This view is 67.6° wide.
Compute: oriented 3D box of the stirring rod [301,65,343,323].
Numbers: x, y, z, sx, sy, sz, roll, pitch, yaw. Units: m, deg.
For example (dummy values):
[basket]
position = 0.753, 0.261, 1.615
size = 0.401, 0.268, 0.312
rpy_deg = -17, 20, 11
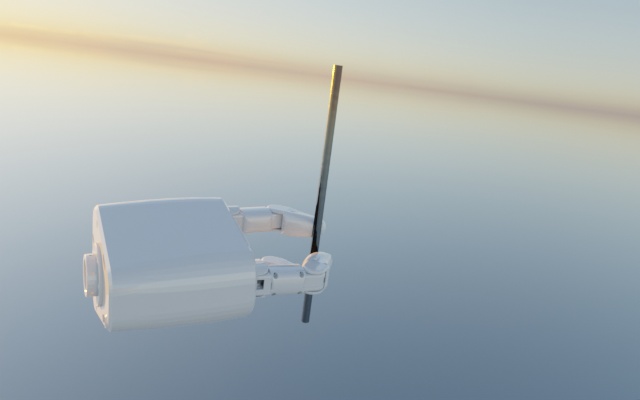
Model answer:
[stirring rod]
position = 0.000, 0.002, 0.433
size = 0.011, 0.239, 0.011
rpy_deg = 7, 15, -2
